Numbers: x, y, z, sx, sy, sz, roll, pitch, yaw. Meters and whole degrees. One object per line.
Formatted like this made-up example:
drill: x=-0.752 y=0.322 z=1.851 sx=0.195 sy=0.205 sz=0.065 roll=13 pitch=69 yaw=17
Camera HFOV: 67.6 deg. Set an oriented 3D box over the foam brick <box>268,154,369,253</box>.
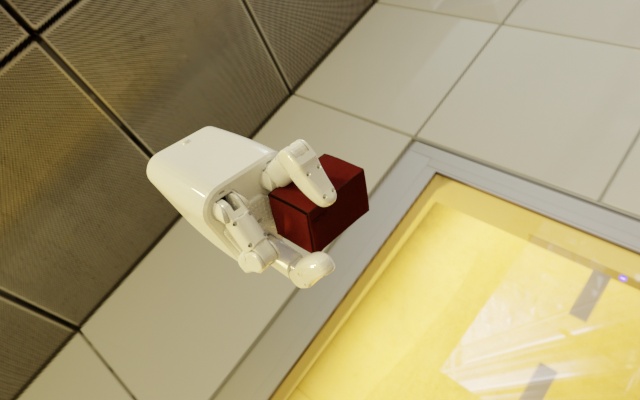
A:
foam brick: x=0.000 y=0.001 z=0.444 sx=0.051 sy=0.053 sz=0.078 roll=26 pitch=50 yaw=37
